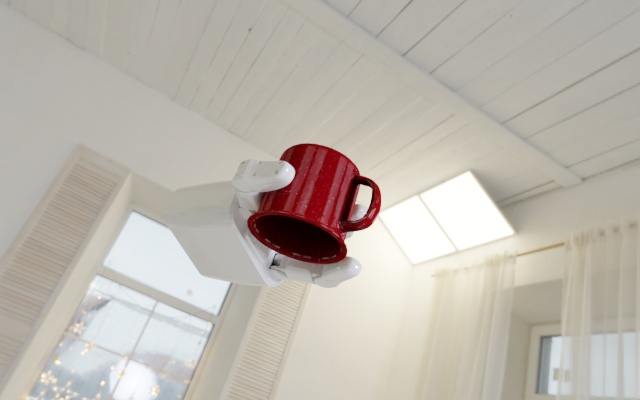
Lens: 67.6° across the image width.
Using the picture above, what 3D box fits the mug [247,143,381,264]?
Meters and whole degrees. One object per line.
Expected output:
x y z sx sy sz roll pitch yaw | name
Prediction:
0.001 0.001 0.435 0.117 0.081 0.093 -2 -34 32 | mug
